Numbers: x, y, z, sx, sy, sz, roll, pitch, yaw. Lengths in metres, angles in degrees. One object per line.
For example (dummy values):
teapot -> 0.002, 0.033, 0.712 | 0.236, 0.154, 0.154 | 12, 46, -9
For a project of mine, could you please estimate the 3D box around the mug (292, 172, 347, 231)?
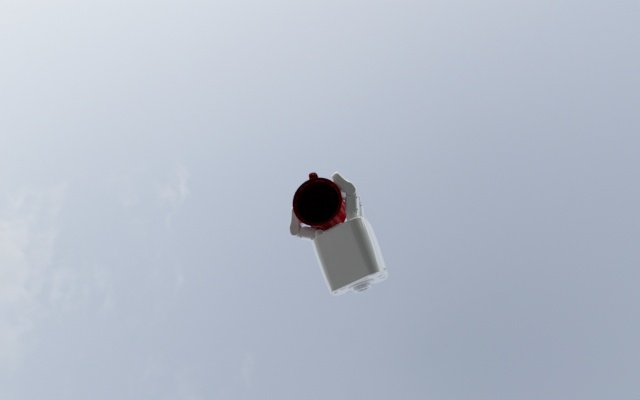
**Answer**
mug -> 0.000, 0.002, 0.898 | 0.093, 0.117, 0.081 | -20, -22, 8
